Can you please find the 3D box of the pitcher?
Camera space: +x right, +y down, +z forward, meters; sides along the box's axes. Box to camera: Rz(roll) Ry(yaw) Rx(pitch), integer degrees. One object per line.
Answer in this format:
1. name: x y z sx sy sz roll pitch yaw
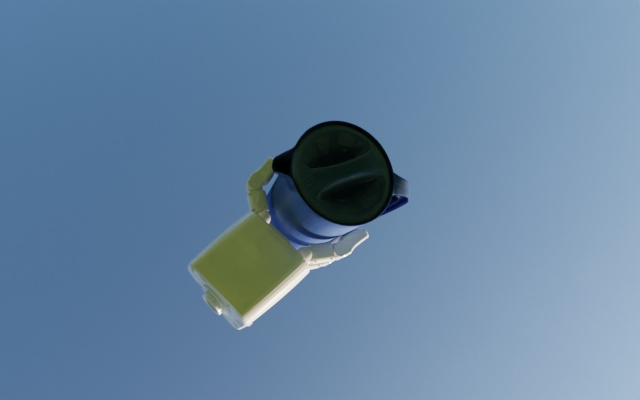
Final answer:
1. pitcher: 0.000 0.002 0.668 0.145 0.149 0.243 -40 -1 -26
